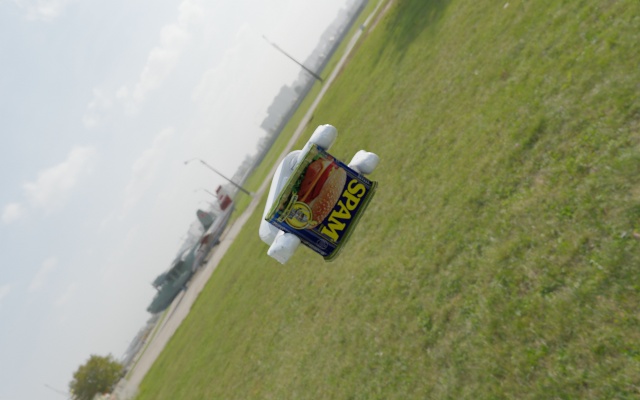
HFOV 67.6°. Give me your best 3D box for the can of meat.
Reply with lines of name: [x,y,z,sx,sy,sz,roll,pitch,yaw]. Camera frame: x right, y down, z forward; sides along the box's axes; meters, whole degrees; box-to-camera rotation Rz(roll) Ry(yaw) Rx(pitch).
can of meat: [0.000,0.002,0.516,0.084,0.102,0.057,33,-13,-7]
